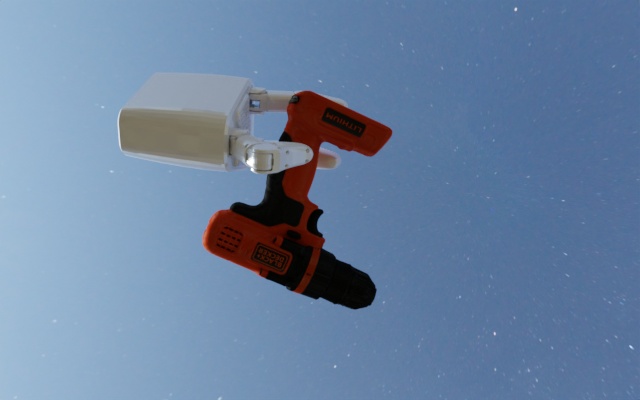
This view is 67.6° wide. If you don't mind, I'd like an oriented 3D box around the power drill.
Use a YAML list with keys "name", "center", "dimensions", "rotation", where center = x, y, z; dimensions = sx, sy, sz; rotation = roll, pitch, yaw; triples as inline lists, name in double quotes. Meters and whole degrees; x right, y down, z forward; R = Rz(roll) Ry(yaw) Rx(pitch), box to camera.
- name: "power drill"
  center: [0.000, 0.001, 0.476]
  dimensions: [0.184, 0.187, 0.057]
  rotation: [24, 0, -11]
